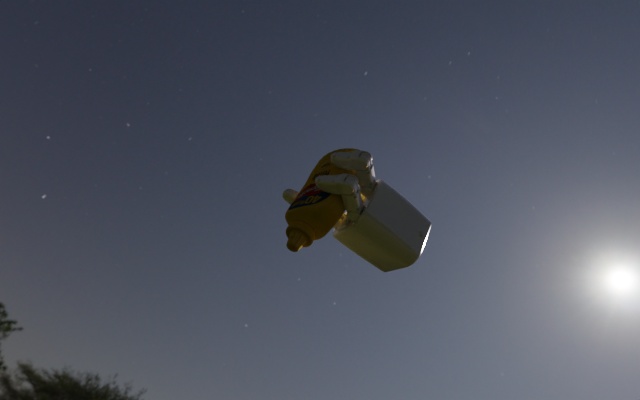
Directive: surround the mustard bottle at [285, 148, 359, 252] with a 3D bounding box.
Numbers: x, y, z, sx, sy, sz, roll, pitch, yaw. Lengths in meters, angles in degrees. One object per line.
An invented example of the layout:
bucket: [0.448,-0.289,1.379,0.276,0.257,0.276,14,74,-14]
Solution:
mustard bottle: [0.000,0.002,0.704,0.096,0.058,0.191,-12,34,39]
